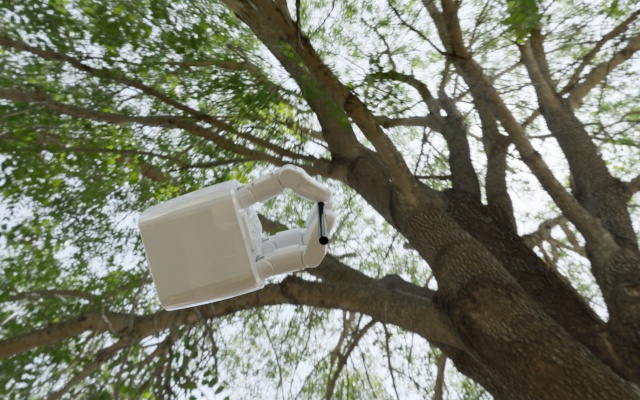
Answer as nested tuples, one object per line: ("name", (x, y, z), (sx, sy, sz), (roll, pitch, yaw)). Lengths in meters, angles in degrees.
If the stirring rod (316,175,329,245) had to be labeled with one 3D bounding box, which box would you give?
("stirring rod", (0.000, 0.002, 0.507), (0.011, 0.011, 0.239), (0, 15, -1))
